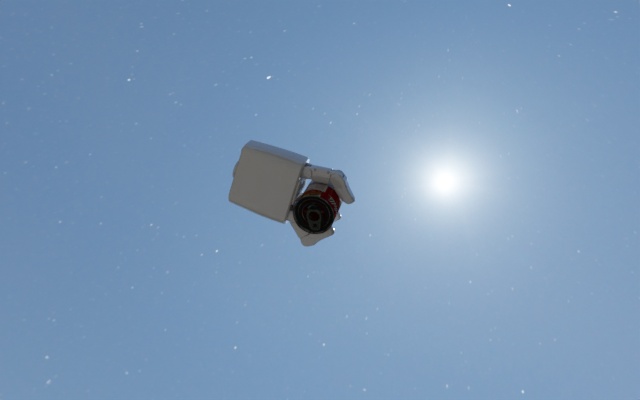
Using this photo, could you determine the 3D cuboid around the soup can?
[{"bbox_3d":[0.001,0.003,0.796,0.068,0.068,0.102,0,25,15],"label":"soup can"}]
